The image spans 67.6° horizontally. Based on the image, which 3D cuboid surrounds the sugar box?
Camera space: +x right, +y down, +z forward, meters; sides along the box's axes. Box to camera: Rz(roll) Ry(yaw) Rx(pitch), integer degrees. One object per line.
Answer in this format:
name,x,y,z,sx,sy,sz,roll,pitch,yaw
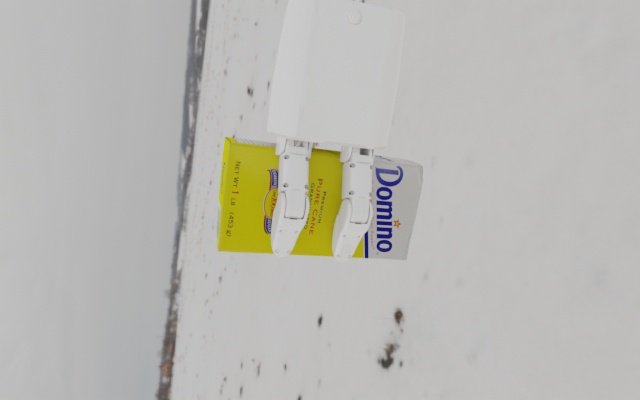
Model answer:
sugar box,0.000,0.001,0.423,0.176,0.093,0.048,5,13,-16
